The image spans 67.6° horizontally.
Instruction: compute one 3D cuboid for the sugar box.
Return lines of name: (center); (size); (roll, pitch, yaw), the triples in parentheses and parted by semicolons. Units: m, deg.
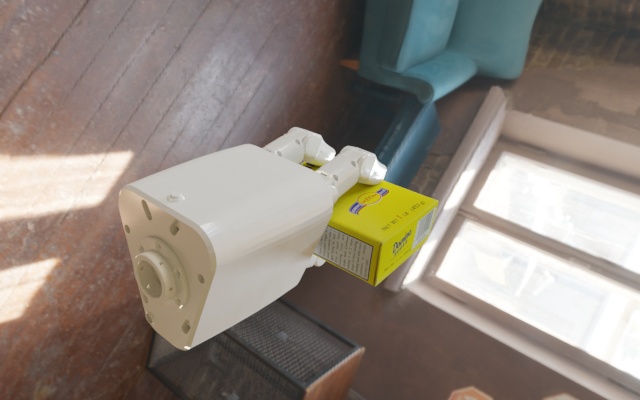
sugar box: (0.000, 0.001, 0.413); (0.176, 0.048, 0.093); (25, 33, 30)
